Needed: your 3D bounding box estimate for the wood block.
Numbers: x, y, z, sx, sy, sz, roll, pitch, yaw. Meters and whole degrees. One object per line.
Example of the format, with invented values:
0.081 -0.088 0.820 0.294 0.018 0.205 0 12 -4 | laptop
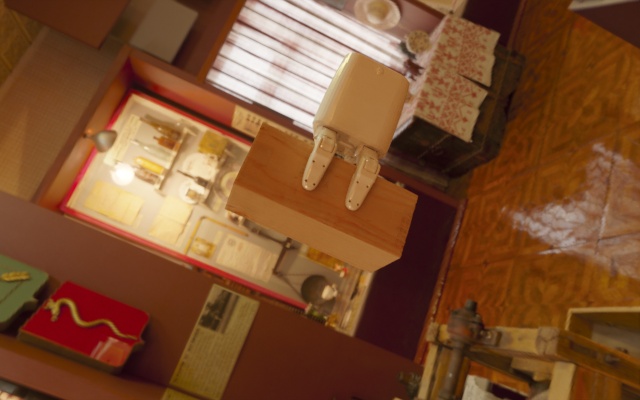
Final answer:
0.000 0.002 0.586 0.206 0.090 0.091 25 -25 -8 | wood block
